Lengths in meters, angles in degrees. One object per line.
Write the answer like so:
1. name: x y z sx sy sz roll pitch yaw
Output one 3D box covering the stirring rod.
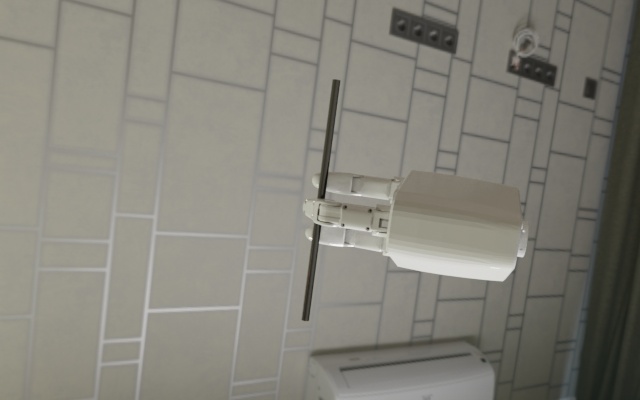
1. stirring rod: 0.000 0.001 0.474 0.011 0.239 0.011 7 4 0
